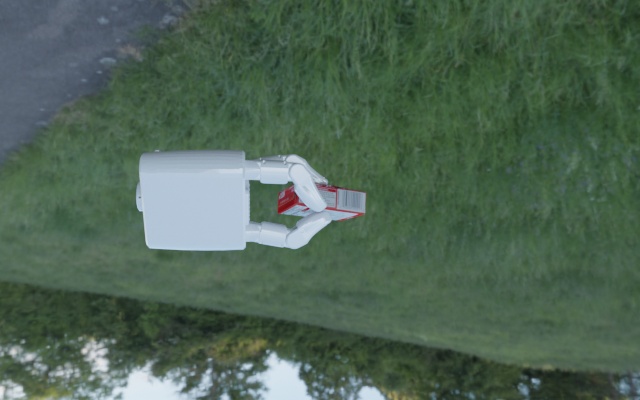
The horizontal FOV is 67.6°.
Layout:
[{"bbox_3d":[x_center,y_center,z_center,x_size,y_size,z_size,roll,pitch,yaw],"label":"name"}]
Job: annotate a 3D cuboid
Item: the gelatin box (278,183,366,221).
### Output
[{"bbox_3d":[0.000,0.002,0.576,0.089,0.030,0.073,9,-12,-20],"label":"gelatin box"}]
